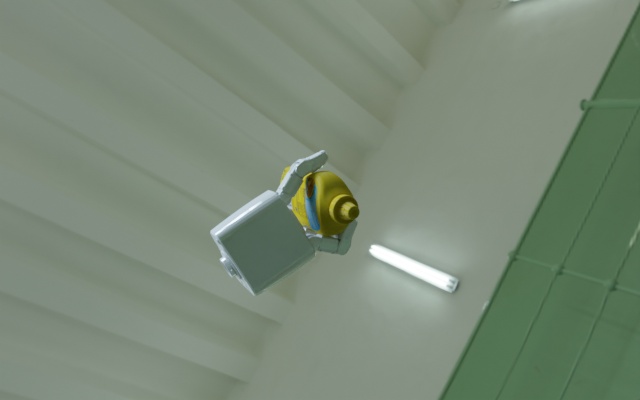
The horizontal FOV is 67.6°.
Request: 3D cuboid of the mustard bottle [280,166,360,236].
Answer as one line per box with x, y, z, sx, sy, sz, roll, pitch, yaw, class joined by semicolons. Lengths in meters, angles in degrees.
0.000;0.002;0.716;0.058;0.096;0.191;-9;12;-26;mustard bottle
